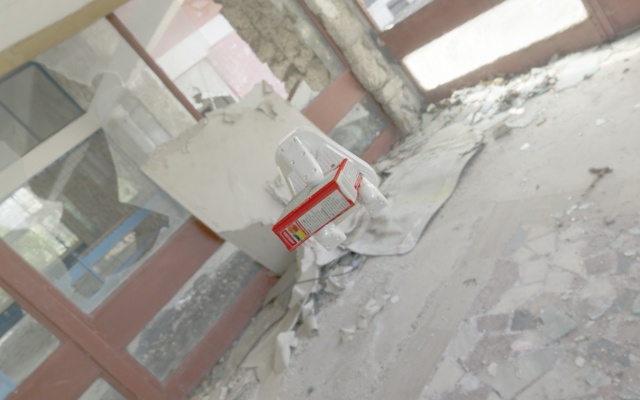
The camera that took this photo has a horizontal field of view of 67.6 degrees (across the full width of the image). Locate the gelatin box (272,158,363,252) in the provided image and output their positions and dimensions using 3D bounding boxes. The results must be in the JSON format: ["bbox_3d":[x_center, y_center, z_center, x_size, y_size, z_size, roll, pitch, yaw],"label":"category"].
[{"bbox_3d":[0.000,0.001,0.438,0.073,0.030,0.089,-37,8,18],"label":"gelatin box"}]
